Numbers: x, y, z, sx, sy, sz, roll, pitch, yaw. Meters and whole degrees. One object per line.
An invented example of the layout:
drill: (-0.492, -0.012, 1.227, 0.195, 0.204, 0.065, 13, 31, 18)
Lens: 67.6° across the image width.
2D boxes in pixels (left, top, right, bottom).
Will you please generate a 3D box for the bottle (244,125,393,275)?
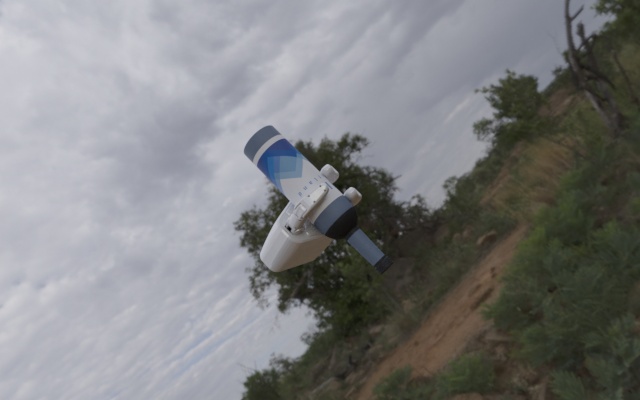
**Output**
bottle: (0.000, 0.002, 0.758, 0.295, 0.069, 0.069, 45, 11, 11)
